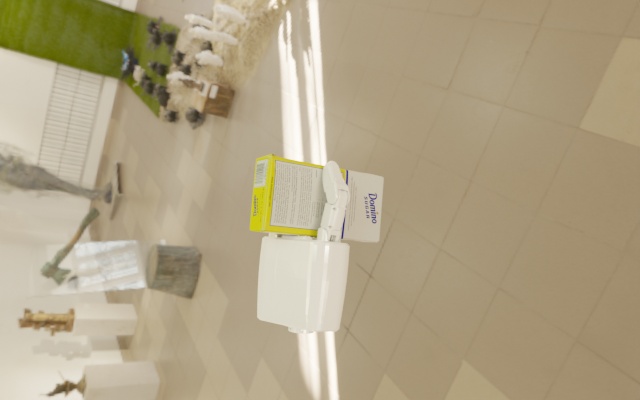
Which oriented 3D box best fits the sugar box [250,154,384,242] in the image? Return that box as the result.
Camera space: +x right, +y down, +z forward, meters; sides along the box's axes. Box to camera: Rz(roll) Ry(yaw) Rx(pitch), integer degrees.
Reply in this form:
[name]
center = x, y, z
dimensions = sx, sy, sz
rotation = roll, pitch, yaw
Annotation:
[sugar box]
center = 0.000, 0.002, 0.617
dimensions = 0.176, 0.093, 0.048
rotation = 10, -7, -35
